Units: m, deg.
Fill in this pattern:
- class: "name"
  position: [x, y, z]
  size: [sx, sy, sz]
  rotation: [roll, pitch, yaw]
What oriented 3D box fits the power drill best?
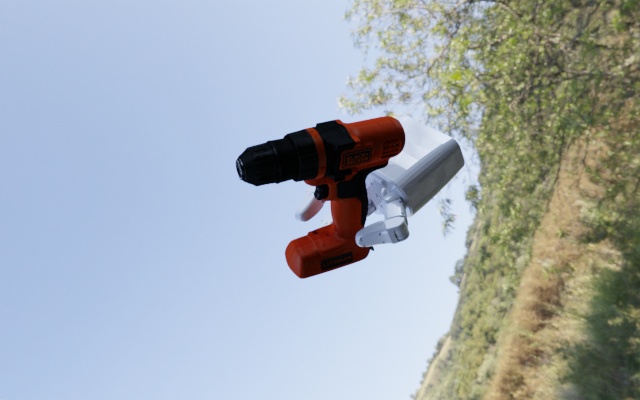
- class: "power drill"
  position: [0.000, 0.002, 0.530]
  size: [0.184, 0.188, 0.057]
  rotation: [-14, 44, -20]
